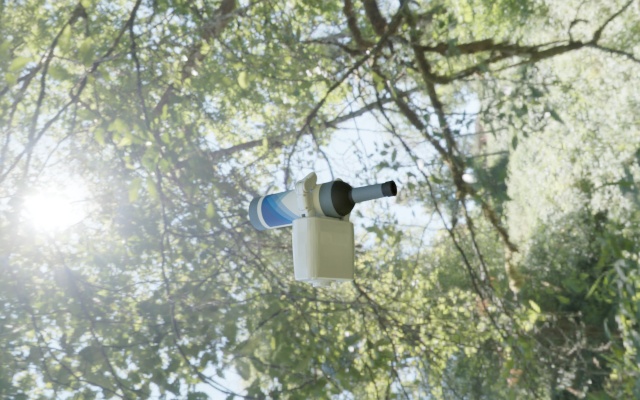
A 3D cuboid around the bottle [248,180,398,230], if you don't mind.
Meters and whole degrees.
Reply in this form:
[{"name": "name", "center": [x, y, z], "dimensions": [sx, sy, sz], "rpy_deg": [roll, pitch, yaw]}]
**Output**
[{"name": "bottle", "center": [0.000, 0.003, 0.867], "dimensions": [0.296, 0.069, 0.069], "rpy_deg": [-11, -6, 33]}]
